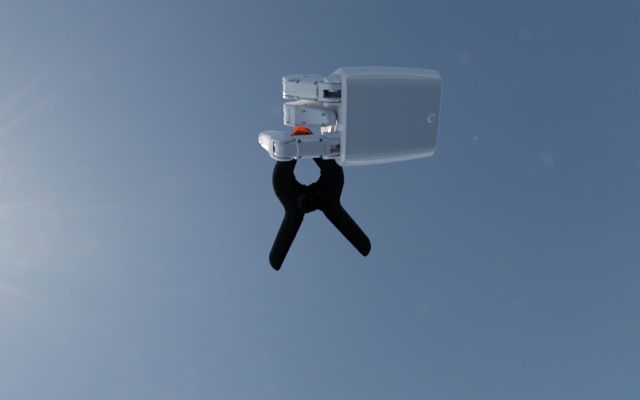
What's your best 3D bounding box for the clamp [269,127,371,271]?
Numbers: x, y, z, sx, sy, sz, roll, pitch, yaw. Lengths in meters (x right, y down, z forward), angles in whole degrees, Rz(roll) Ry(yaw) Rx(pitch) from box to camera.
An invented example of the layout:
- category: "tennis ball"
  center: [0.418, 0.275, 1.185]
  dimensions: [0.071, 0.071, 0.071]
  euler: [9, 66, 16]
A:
- category: "clamp"
  center: [0.000, 0.001, 0.539]
  dimensions: [0.120, 0.171, 0.039]
  euler: [-4, 25, -10]
